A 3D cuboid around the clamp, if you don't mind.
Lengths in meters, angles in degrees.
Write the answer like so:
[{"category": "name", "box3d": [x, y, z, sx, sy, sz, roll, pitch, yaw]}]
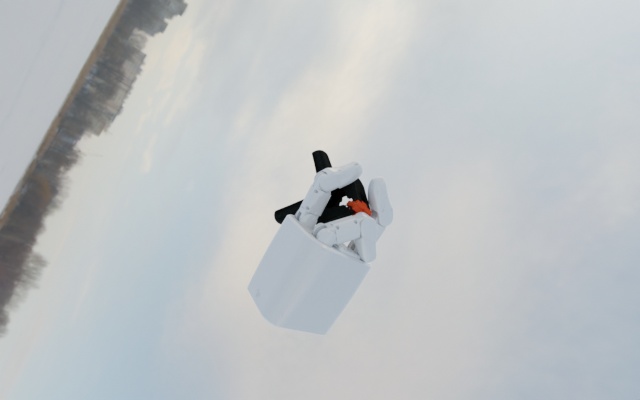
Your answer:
[{"category": "clamp", "box3d": [0.001, 0.002, 0.624, 0.039, 0.120, 0.171, 29, 5, -30]}]
